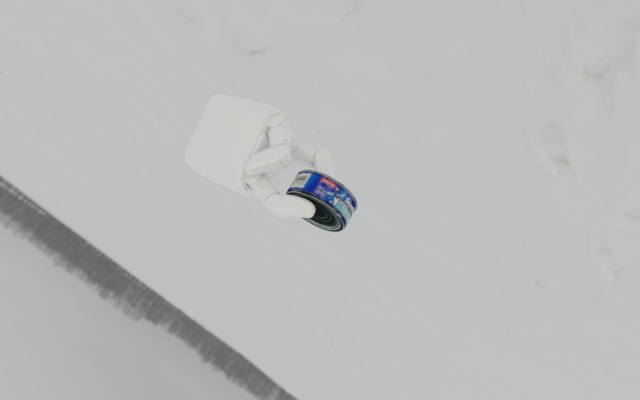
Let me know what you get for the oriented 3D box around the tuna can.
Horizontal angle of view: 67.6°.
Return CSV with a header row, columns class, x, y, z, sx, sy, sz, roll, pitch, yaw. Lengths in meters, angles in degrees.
class,x,y,z,sx,sy,sz,roll,pitch,yaw
tuna can,0.000,0.002,0.588,0.086,0.033,0.086,26,-24,12
